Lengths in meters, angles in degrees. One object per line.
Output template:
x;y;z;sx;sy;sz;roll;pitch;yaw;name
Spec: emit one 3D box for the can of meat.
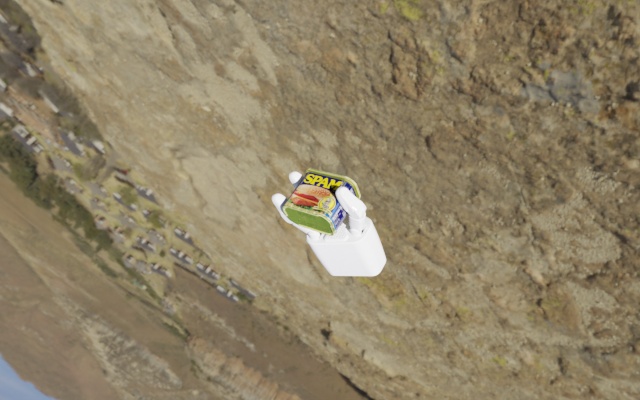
0.000;0.003;0.779;0.102;0.084;0.057;15;-33;32;can of meat
